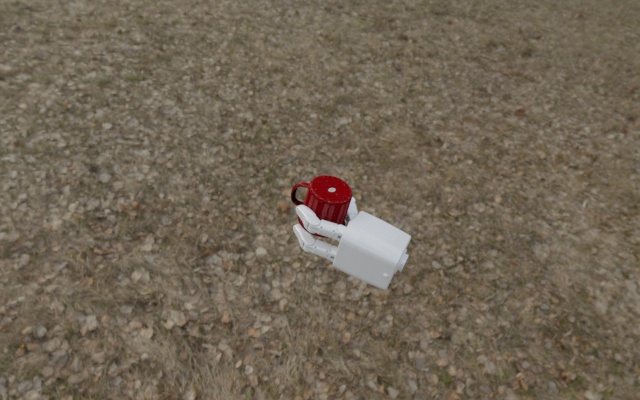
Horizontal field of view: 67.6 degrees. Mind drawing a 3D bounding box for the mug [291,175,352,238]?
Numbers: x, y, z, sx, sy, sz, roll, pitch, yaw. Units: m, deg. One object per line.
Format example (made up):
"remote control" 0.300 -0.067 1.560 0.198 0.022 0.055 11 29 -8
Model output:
"mug" -0.001 0.002 0.882 0.117 0.082 0.093 25 40 10
